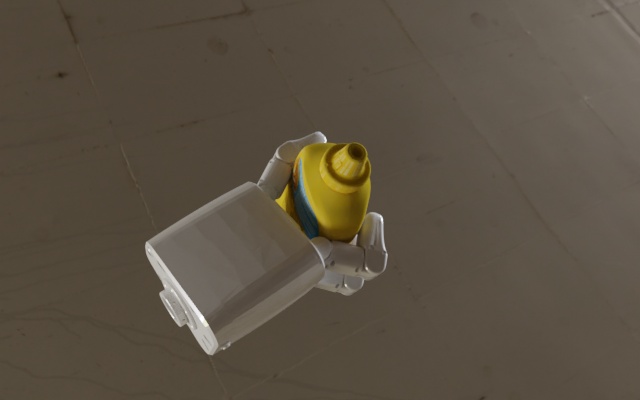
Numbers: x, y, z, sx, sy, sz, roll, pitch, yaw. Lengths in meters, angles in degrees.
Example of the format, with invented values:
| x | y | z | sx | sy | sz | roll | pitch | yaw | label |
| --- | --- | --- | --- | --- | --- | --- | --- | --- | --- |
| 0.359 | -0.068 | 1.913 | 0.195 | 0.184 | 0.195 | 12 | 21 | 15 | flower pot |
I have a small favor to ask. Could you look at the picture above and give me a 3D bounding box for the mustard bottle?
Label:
| x | y | z | sx | sy | sz | roll | pitch | yaw | label |
| --- | --- | --- | --- | --- | --- | --- | --- | --- | --- |
| 0.000 | 0.001 | 0.447 | 0.058 | 0.096 | 0.192 | -6 | -22 | -20 | mustard bottle |
